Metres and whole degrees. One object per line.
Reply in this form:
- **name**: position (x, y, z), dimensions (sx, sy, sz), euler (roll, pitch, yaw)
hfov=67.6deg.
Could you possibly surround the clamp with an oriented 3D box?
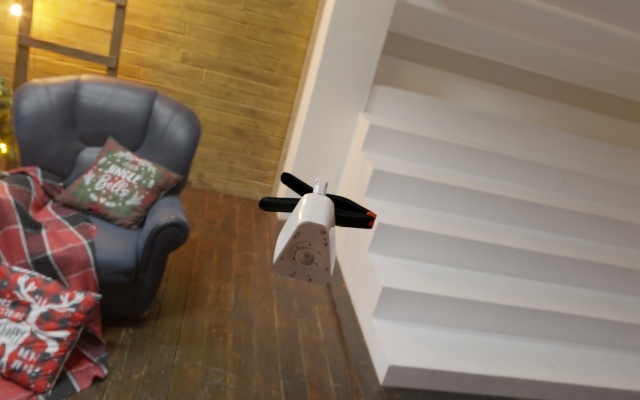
- **clamp**: position (0.001, 0.002, 0.889), dimensions (0.210, 0.036, 0.164), euler (15, 24, -3)
